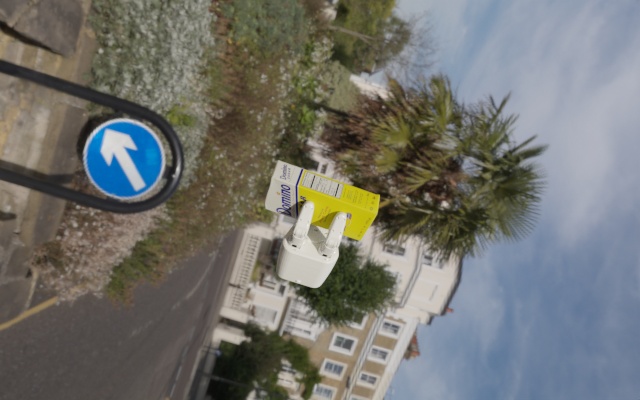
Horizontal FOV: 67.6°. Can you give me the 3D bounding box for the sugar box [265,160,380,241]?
[{"bbox_3d":[0.000,0.003,0.785,0.176,0.048,0.093,16,-37,-4],"label":"sugar box"}]
